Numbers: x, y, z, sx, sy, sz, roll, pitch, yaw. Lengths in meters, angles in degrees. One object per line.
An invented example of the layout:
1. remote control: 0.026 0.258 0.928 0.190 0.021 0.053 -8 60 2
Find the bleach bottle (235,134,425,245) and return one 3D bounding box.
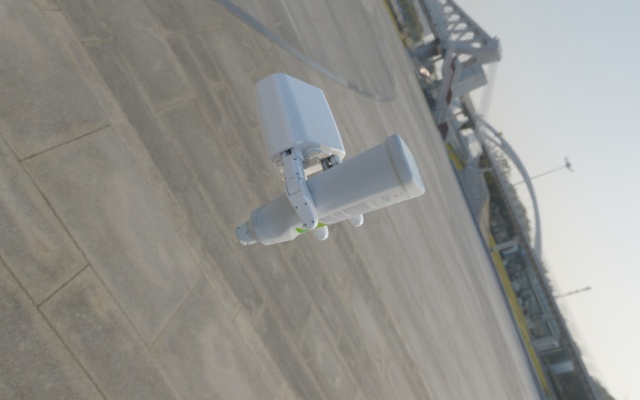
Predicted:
1. bleach bottle: 0.000 0.002 0.608 0.251 0.068 0.102 -22 -19 17
